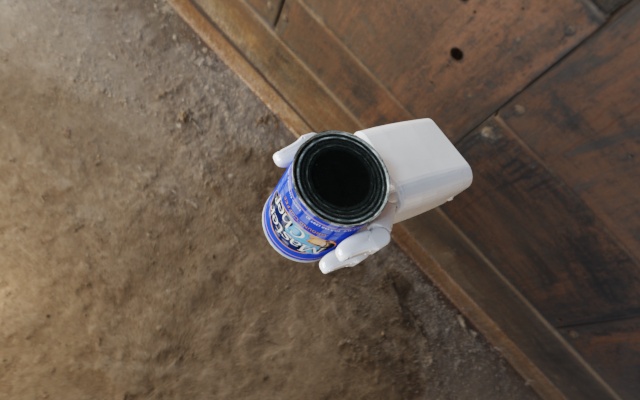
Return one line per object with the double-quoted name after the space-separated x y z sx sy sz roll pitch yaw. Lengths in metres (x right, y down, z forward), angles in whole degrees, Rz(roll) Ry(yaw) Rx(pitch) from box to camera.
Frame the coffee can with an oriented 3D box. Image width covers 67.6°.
0.000 0.002 0.524 0.103 0.102 0.140 0 -21 -19 "coffee can"
